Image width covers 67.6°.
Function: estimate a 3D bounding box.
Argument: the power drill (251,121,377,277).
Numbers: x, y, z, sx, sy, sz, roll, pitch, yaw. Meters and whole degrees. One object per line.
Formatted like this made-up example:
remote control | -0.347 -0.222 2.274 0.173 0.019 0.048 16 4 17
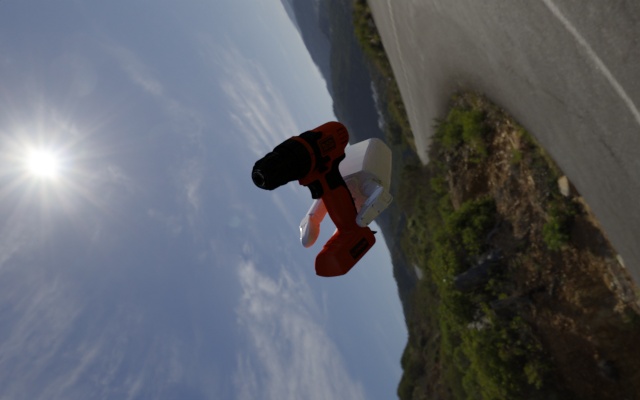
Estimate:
power drill | 0.000 0.002 0.627 0.057 0.188 0.184 -6 20 39
